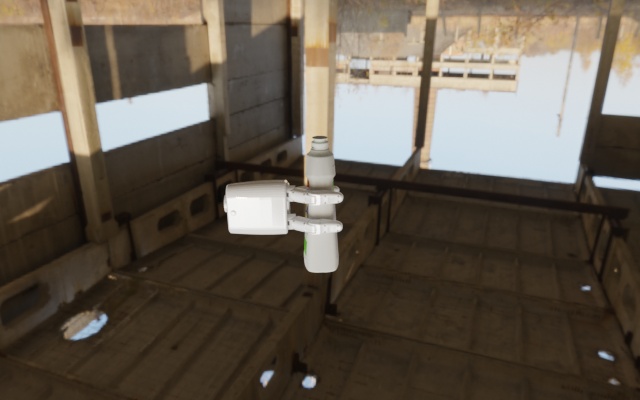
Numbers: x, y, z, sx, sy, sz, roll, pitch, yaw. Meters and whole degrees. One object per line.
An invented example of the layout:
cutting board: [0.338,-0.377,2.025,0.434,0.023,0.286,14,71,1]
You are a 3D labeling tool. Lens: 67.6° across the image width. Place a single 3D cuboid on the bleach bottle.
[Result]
bleach bottle: [0.000,0.003,0.894,0.068,0.251,0.102,-2,20,-2]
